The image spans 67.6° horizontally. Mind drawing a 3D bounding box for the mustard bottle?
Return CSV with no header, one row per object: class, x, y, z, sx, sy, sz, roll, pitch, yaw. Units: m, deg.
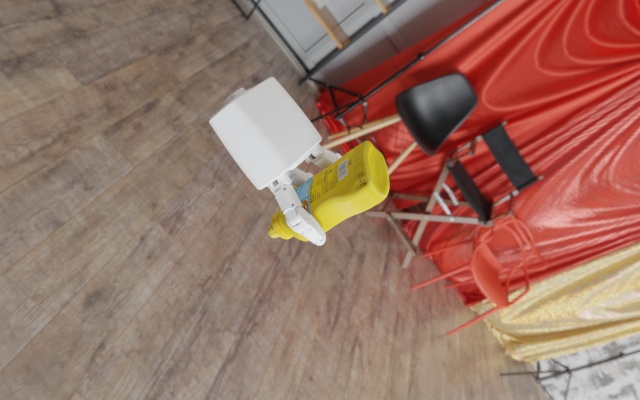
mustard bottle,0.001,0.002,0.643,0.192,0.096,0.058,-31,-55,29
